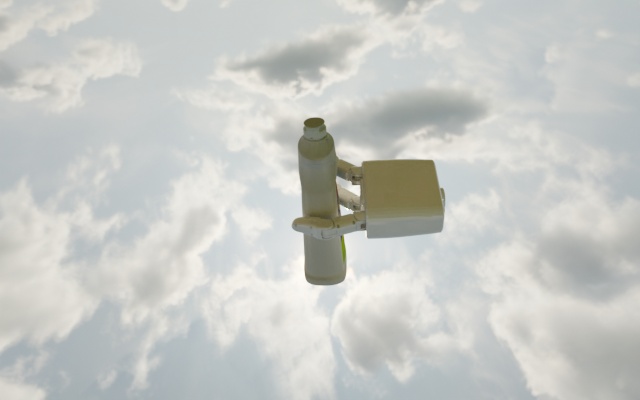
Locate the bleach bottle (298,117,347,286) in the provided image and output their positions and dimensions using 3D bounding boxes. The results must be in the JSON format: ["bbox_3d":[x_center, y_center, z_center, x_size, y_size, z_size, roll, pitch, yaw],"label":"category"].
[{"bbox_3d":[0.000,0.002,0.692,0.068,0.251,0.102,-3,38,3],"label":"bleach bottle"}]
